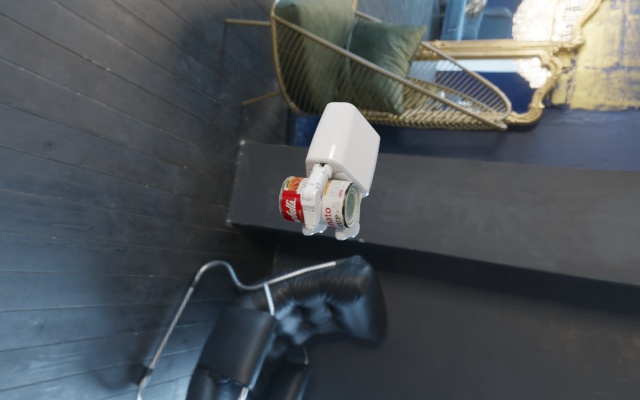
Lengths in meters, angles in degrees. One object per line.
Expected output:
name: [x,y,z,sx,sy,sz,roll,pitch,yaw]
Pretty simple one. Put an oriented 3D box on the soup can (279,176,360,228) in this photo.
soup can: [0.000,0.003,0.699,0.102,0.068,0.068,6,2,23]
